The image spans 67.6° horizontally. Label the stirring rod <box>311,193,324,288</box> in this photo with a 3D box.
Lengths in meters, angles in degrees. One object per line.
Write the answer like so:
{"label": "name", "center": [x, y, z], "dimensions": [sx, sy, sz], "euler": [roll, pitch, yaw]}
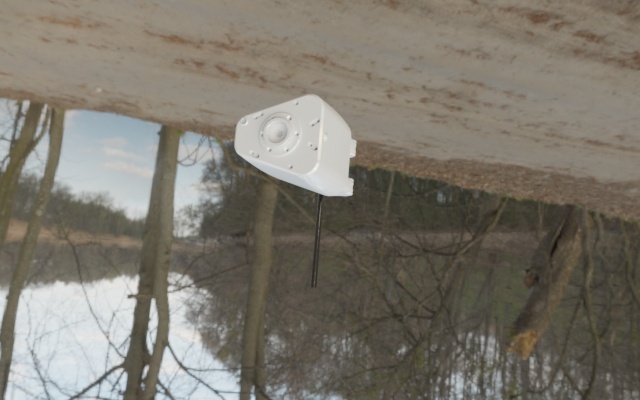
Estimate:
{"label": "stirring rod", "center": [0.000, 0.002, 0.681], "dimensions": [0.011, 0.239, 0.011], "euler": [5, -8, 1]}
